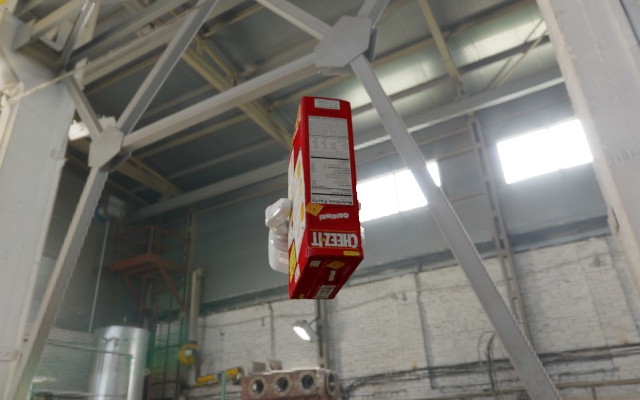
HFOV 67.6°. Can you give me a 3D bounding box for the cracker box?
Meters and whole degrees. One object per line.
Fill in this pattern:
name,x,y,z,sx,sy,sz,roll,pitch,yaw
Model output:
cracker box,0.000,0.002,0.614,0.072,0.213,0.164,2,-27,-10
